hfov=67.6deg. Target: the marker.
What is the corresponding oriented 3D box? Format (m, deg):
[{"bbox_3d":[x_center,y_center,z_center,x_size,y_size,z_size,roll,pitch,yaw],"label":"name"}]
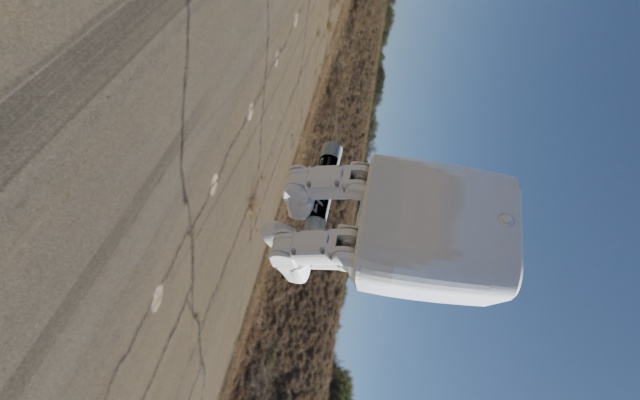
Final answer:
[{"bbox_3d":[0.000,0.001,0.413,0.020,0.121,0.020,10,-30,6],"label":"marker"}]
